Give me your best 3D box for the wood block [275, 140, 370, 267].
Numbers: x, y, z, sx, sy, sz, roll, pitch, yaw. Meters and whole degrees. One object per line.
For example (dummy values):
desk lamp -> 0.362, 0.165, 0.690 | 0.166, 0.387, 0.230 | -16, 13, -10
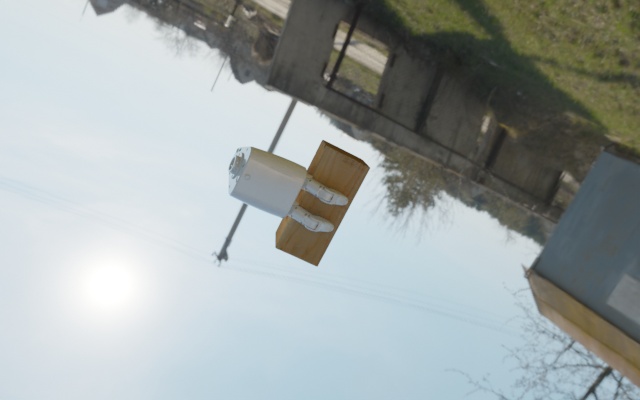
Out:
wood block -> 0.000, 0.003, 0.888 | 0.090, 0.206, 0.090 | 25, 12, -11
